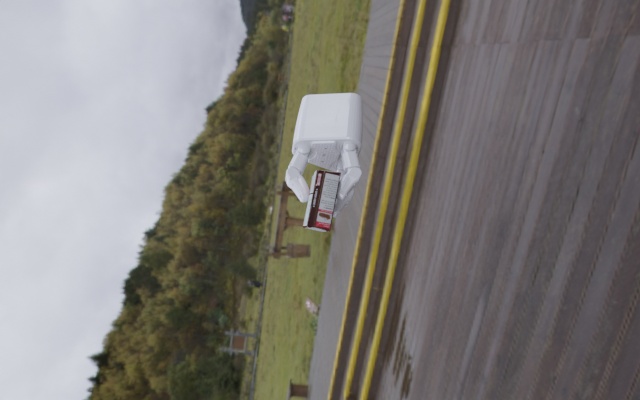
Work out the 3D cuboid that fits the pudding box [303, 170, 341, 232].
[{"bbox_3d":[0.000,0.002,0.743,0.039,0.090,0.113,10,-4,-3],"label":"pudding box"}]
